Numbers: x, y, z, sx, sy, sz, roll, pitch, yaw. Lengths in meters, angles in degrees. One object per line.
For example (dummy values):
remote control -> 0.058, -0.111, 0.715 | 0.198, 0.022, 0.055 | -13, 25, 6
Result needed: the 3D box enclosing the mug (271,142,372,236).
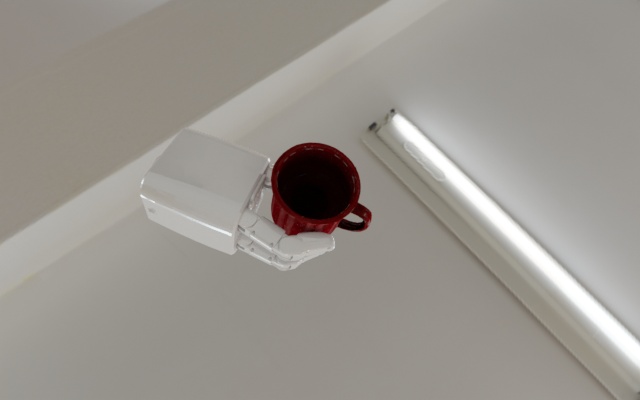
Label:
mug -> 0.001, 0.002, 0.521 | 0.117, 0.093, 0.081 | 23, -26, 0
